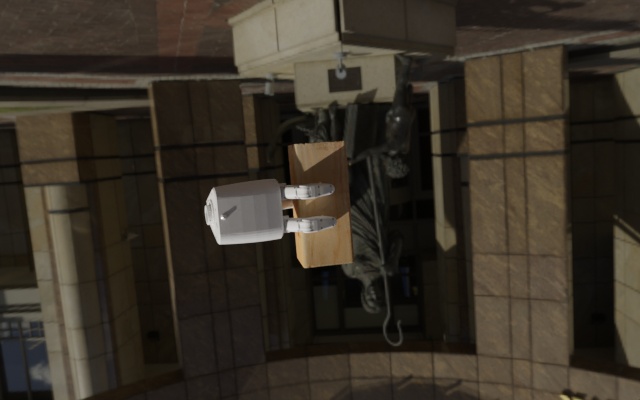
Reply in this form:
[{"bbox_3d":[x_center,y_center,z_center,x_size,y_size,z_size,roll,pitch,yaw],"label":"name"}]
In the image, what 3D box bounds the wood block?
[{"bbox_3d":[0.000,0.003,0.833,0.090,0.206,0.091,-5,6,-10],"label":"wood block"}]
